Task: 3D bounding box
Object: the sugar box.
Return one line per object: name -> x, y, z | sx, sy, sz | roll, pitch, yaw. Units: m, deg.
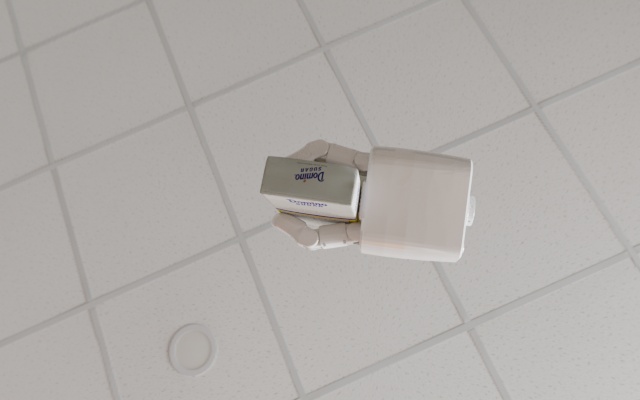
sugar box -> 0.000, 0.001, 0.537 | 0.093, 0.048, 0.176 | 8, -16, 9
